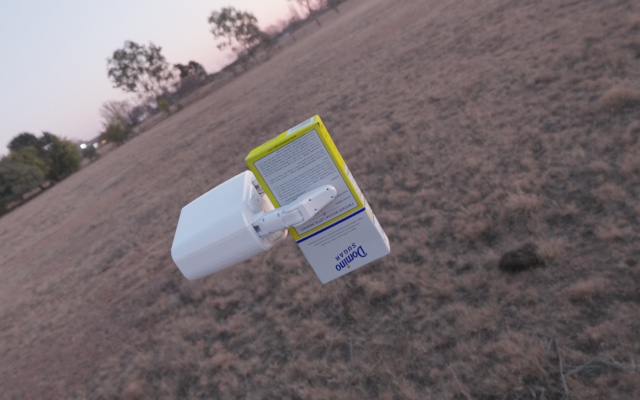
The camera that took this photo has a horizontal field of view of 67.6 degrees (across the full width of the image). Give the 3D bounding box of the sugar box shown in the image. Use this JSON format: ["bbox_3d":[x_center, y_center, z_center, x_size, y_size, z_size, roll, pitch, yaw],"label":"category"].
[{"bbox_3d":[0.000,0.002,0.552,0.093,0.176,0.048,-26,19,12],"label":"sugar box"}]
